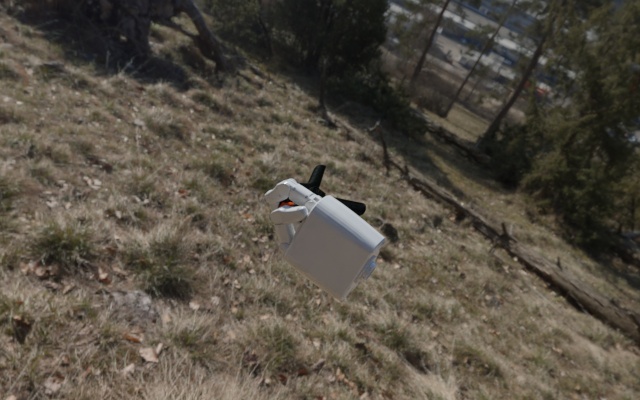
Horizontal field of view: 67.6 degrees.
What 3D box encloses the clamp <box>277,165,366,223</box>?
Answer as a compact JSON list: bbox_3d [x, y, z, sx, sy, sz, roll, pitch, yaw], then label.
[{"bbox_3d":[0.000,0.002,0.781,0.120,0.039,0.171,35,37,16],"label":"clamp"}]
